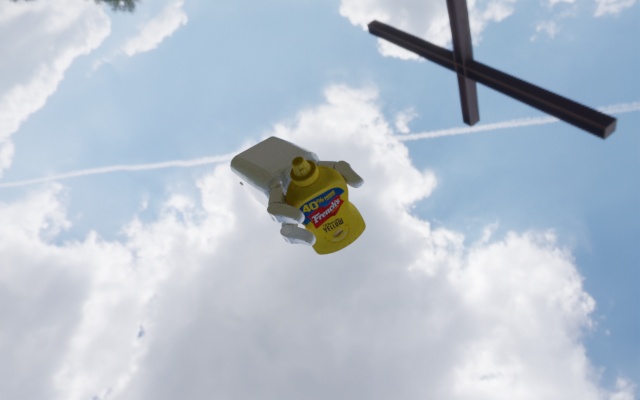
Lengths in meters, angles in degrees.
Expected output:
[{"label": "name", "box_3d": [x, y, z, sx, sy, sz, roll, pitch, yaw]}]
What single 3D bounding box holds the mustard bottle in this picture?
[{"label": "mustard bottle", "box_3d": [0.000, 0.003, 0.732, 0.096, 0.058, 0.192, -29, -44, 1]}]
